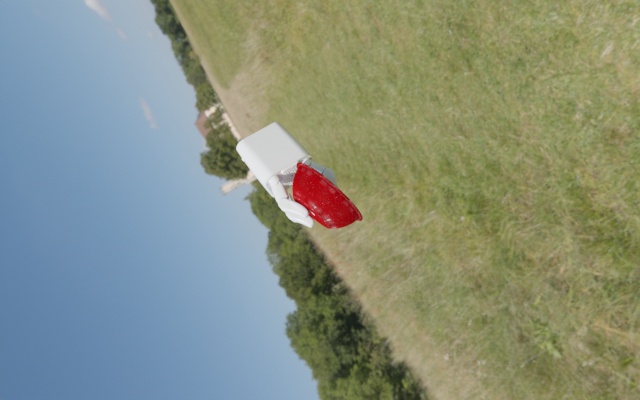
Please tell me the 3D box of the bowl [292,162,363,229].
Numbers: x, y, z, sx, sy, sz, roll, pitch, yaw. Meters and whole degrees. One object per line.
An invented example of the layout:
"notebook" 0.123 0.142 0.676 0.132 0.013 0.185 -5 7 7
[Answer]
"bowl" 0.001 0.004 0.887 0.162 0.055 0.162 40 -9 8
